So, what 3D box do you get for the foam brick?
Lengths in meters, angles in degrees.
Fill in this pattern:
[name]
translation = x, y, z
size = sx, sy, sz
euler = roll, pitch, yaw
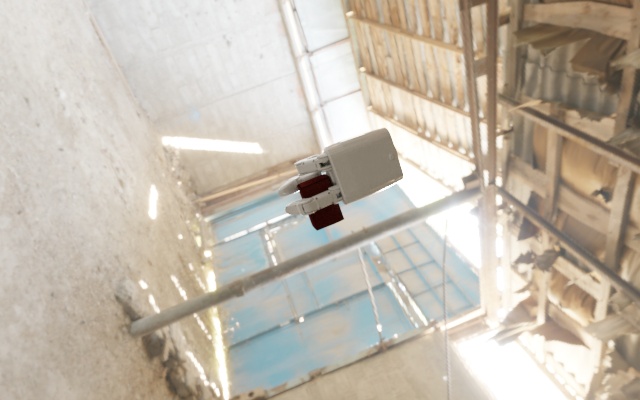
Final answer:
[foam brick]
translation = 0.000, 0.003, 0.793
size = 0.051, 0.078, 0.053
euler = -22, 12, -6
